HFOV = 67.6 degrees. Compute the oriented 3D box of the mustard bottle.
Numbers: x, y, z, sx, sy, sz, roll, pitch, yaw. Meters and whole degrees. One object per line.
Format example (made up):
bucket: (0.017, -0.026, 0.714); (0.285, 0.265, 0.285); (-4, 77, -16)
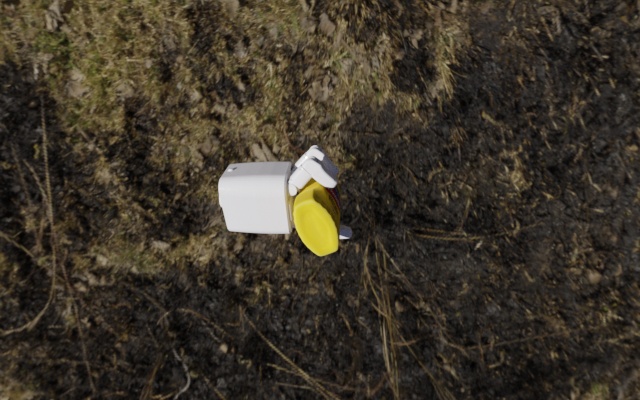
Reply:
mustard bottle: (0.000, 0.003, 0.774); (0.058, 0.096, 0.191); (-23, 21, 14)
